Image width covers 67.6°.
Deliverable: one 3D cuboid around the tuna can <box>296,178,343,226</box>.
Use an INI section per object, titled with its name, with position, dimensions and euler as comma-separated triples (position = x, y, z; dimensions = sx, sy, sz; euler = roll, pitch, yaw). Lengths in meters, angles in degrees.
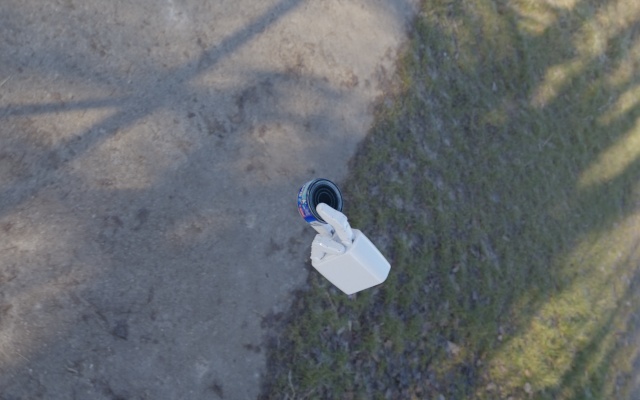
[tuna can]
position = 0.000, 0.003, 0.873
dimensions = 0.086, 0.086, 0.034
euler = 0, -10, -38
